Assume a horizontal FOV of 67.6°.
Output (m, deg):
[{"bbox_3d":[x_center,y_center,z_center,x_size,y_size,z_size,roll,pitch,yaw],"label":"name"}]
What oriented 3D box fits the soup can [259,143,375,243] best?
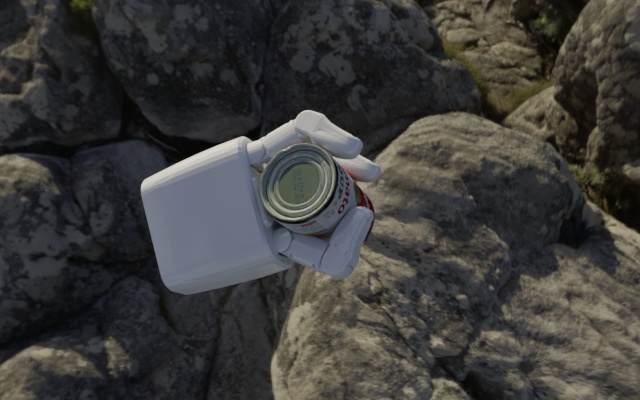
[{"bbox_3d":[0.000,0.001,0.408,0.068,0.068,0.102,0,-19,23],"label":"soup can"}]
